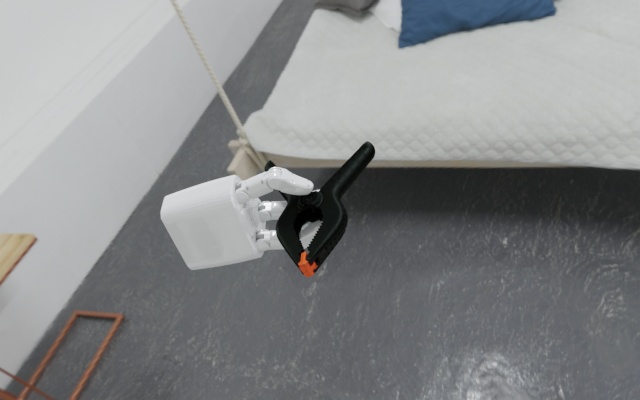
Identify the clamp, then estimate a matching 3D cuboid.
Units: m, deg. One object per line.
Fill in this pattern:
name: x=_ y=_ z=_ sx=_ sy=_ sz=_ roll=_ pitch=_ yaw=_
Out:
clamp: x=0.000 y=0.002 z=0.625 sx=0.164 sy=0.209 sz=0.036 roll=-15 pitch=-46 yaw=12
